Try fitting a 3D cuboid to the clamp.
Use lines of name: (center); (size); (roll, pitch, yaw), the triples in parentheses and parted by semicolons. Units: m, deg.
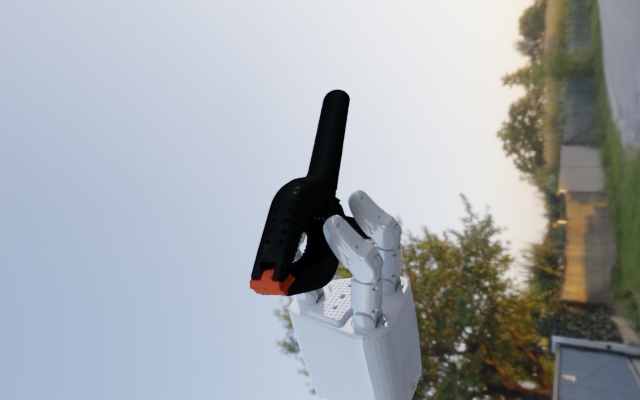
clamp: (-0.001, 0.002, 0.417); (0.036, 0.165, 0.210); (-4, 22, 29)
